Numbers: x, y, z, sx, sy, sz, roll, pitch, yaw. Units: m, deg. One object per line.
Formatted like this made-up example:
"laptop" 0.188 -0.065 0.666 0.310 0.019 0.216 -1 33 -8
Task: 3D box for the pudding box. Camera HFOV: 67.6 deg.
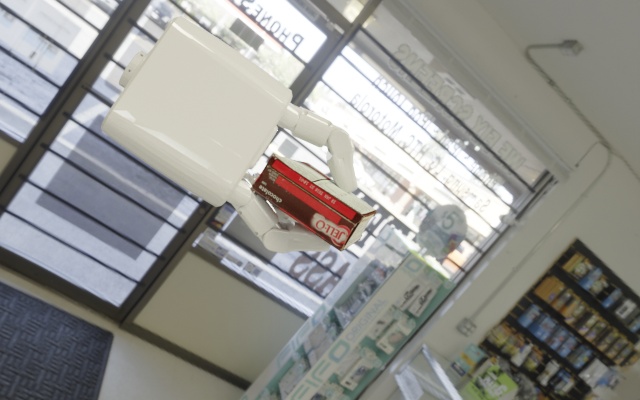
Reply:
"pudding box" 0.000 0.001 0.422 0.090 0.039 0.113 35 9 10
